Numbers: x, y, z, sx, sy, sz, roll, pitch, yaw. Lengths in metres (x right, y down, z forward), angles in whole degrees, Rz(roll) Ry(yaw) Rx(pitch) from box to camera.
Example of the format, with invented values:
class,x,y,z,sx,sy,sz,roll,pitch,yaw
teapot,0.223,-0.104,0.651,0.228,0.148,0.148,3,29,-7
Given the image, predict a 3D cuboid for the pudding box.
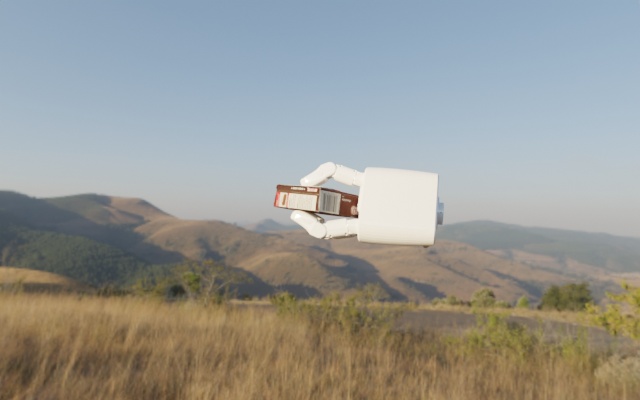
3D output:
class,x,y,z,sx,sy,sz,roll,pitch,yaw
pudding box,0.000,0.002,0.724,0.090,0.039,0.113,4,-6,40
